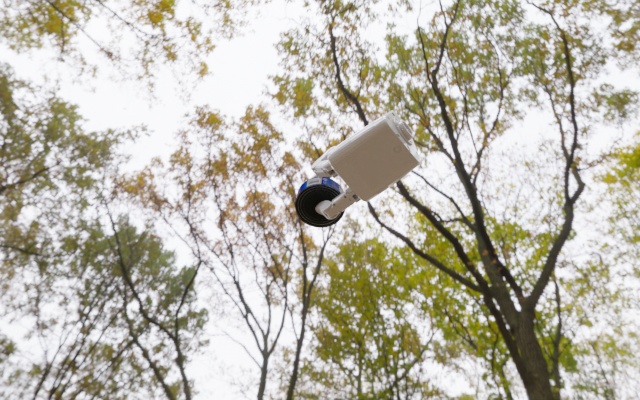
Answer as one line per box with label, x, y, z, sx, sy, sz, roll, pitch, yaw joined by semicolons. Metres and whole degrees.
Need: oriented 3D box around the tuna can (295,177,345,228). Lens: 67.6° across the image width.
tuna can;0.000;0.002;0.820;0.086;0.086;0.033;0;31;3
